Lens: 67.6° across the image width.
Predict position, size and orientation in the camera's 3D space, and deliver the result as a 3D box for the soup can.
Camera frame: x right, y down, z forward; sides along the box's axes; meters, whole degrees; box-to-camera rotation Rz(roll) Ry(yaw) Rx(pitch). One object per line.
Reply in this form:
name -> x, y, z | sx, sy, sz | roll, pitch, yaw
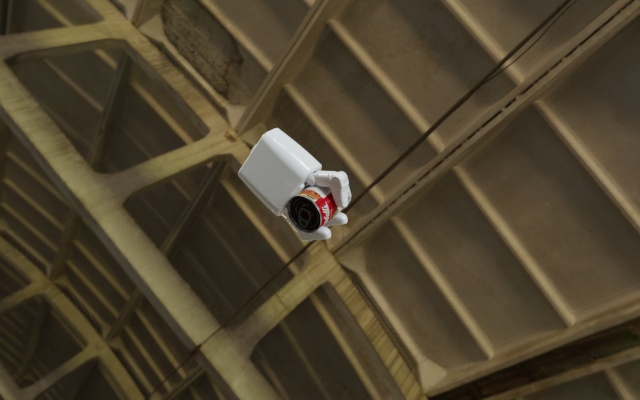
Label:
soup can -> 0.001, 0.003, 0.816 | 0.068, 0.068, 0.102 | 0, 24, 37
